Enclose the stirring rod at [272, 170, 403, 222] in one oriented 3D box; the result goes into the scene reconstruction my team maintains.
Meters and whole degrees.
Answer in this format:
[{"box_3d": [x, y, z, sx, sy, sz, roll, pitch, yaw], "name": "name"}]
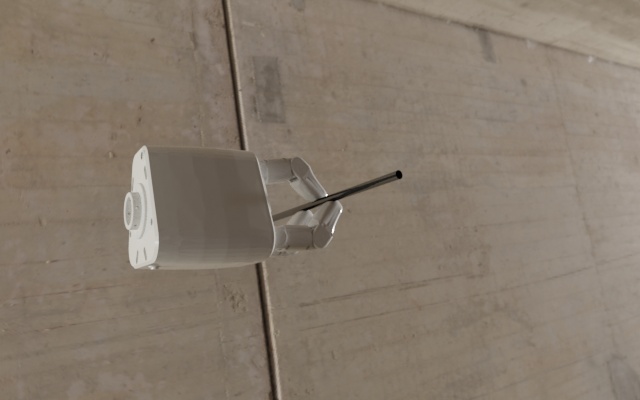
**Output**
[{"box_3d": [0.000, 0.002, 0.506, 0.011, 0.011, 0.239, 0, -11, -35], "name": "stirring rod"}]
